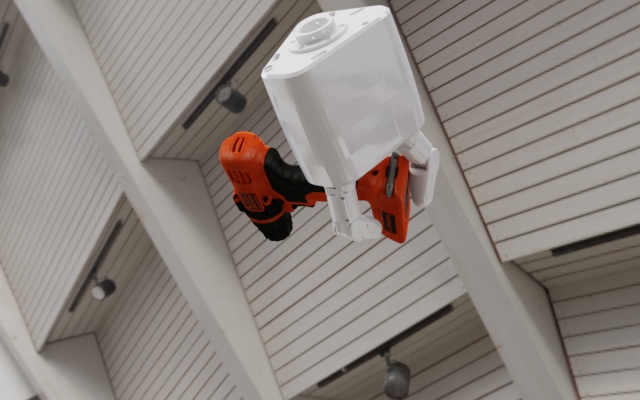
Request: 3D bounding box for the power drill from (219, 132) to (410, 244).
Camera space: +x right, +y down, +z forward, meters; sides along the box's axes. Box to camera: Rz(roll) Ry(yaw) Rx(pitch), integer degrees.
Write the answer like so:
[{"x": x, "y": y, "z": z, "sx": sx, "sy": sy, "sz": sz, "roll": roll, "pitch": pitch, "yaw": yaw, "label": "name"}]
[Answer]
[{"x": 0.000, "y": 0.002, "z": 0.513, "sx": 0.187, "sy": 0.057, "sz": 0.184, "roll": 4, "pitch": -29, "yaw": 13, "label": "power drill"}]
